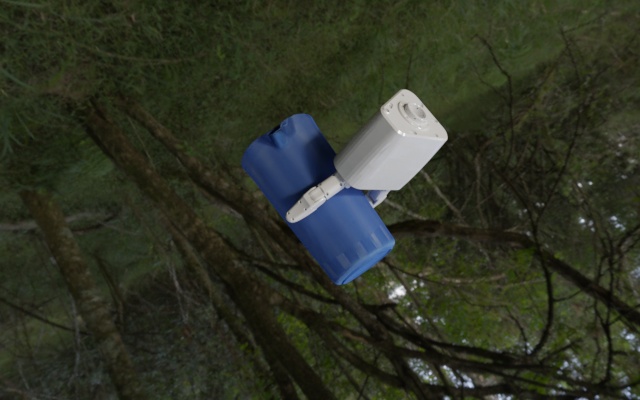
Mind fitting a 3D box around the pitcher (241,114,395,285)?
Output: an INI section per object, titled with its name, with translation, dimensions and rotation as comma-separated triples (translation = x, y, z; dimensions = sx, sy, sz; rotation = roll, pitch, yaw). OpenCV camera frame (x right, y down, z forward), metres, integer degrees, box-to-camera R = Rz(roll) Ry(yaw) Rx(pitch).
[pitcher]
translation = 0.000, 0.002, 0.725
dimensions = 0.149, 0.242, 0.145
rotation = -18, -23, -49
